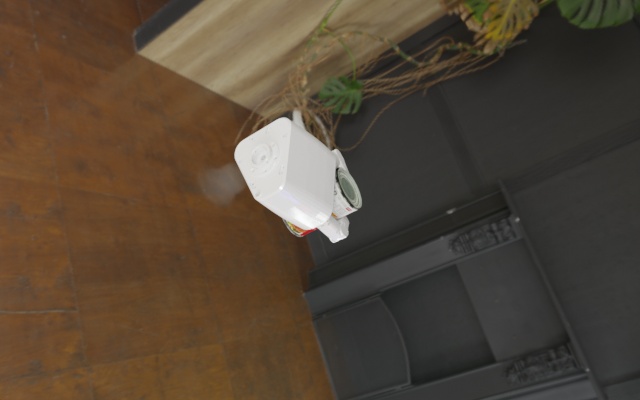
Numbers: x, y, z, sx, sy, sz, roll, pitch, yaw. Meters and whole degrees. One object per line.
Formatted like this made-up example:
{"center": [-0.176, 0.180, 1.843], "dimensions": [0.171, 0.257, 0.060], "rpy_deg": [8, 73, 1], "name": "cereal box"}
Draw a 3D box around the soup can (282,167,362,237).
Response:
{"center": [0.001, 0.002, 0.696], "dimensions": [0.102, 0.068, 0.068], "rpy_deg": [-27, -11, 22], "name": "soup can"}
